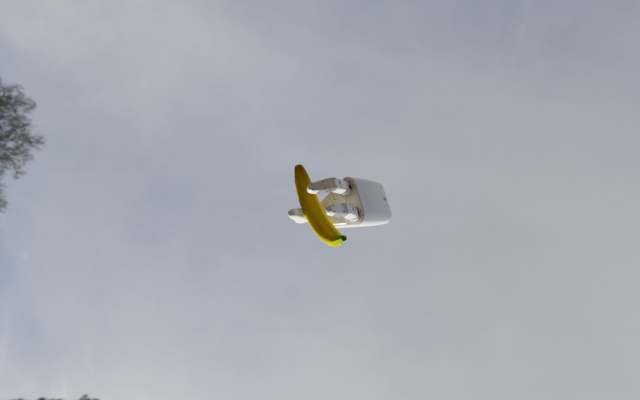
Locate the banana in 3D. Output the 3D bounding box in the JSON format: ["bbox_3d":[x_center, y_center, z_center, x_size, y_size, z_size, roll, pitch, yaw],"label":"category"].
[{"bbox_3d":[-0.005,0.018,0.898,0.037,0.197,0.070,-8,-40,-34],"label":"banana"}]
